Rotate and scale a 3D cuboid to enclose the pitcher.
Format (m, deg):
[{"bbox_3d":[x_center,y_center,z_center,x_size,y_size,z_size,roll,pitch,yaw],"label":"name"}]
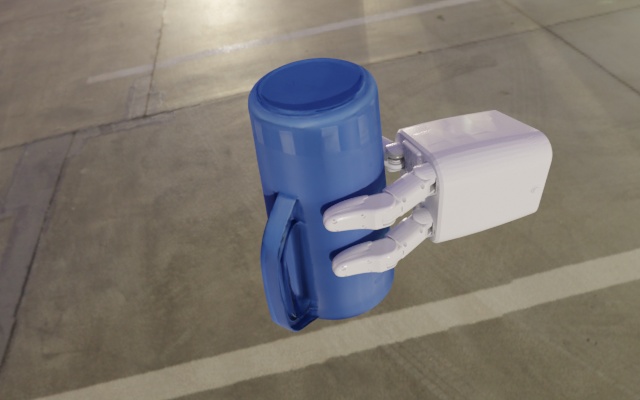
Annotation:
[{"bbox_3d":[0.000,0.001,0.459,0.145,0.243,0.149,-14,42,-6],"label":"pitcher"}]
